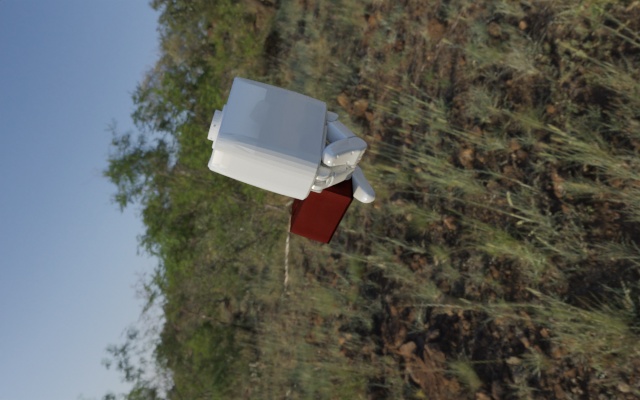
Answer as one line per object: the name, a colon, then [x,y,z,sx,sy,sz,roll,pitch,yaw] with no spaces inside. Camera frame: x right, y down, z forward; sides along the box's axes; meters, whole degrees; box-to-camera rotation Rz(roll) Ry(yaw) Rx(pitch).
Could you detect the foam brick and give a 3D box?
foam brick: [0.000,0.002,0.562,0.051,0.078,0.053,16,37,-13]
